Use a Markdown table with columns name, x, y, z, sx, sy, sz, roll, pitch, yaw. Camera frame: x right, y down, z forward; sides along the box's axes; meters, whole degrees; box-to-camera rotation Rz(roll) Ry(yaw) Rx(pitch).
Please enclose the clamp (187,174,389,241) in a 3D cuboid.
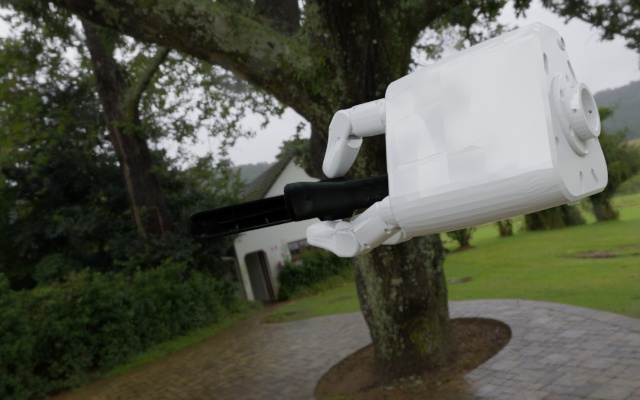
| name | x | y | z | sx | sy | sz | roll | pitch | yaw |
| --- | --- | --- | --- | --- | --- | --- | --- | --- | --- |
| clamp | 0.000 | 0.000 | 0.417 | 0.164 | 0.036 | 0.210 | -12 | -1 | 45 |
